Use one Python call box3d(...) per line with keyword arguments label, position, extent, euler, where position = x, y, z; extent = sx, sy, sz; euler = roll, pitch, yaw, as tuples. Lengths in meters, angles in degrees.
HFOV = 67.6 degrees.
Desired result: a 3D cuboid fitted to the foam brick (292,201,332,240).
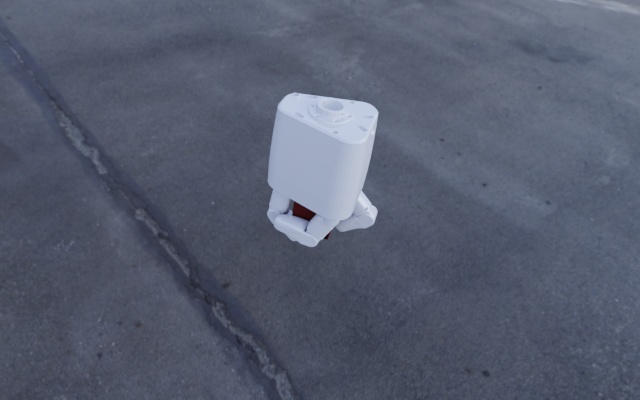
box3d(label="foam brick", position=(0.000, 0.002, 0.618), extent=(0.053, 0.051, 0.078), euler=(17, 40, 8))
